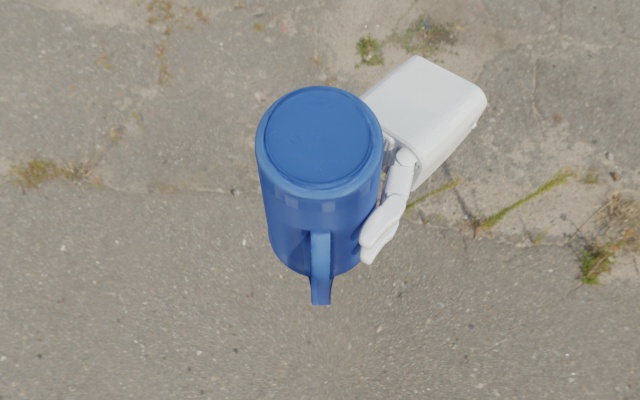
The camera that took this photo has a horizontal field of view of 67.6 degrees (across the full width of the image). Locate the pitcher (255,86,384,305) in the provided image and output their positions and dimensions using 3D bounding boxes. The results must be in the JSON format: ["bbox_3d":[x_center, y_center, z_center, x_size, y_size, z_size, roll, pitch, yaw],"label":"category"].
[{"bbox_3d":[0.000,0.001,0.495,0.145,0.149,0.243,-42,-16,-14],"label":"pitcher"}]
